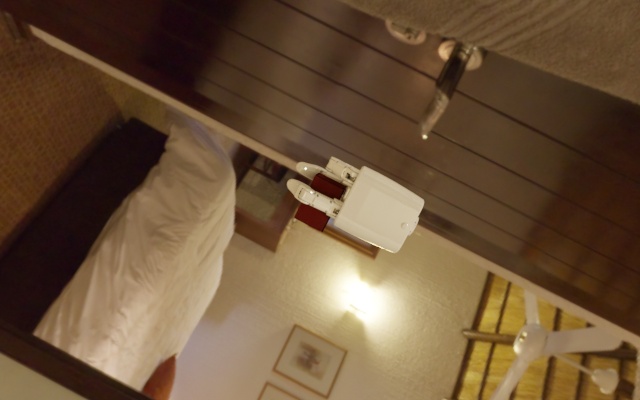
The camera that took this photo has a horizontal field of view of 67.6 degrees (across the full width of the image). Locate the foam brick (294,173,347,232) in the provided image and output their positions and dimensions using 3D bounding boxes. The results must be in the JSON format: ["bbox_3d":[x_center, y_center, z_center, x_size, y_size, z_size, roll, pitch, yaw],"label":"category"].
[{"bbox_3d":[0.000,0.003,0.751,0.051,0.078,0.053,28,9,1],"label":"foam brick"}]
